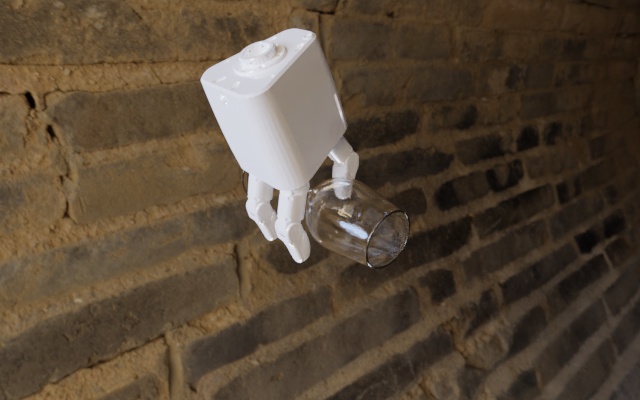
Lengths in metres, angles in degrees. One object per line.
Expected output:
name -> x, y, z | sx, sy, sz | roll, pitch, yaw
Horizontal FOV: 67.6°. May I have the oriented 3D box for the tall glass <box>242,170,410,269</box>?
tall glass -> 0.000, 0.002, 0.518 | 0.079, 0.079, 0.201 | 0, 22, -45
